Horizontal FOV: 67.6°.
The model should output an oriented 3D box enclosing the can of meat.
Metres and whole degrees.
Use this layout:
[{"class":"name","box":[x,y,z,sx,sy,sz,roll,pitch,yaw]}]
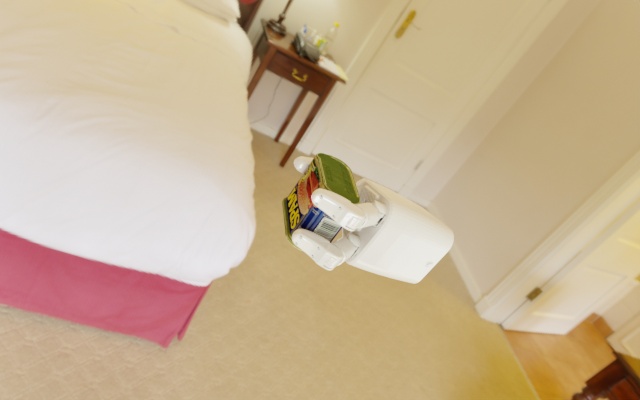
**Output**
[{"class":"can of meat","box":[0.000,0.002,0.578,0.057,0.084,0.102,24,29,-23]}]
